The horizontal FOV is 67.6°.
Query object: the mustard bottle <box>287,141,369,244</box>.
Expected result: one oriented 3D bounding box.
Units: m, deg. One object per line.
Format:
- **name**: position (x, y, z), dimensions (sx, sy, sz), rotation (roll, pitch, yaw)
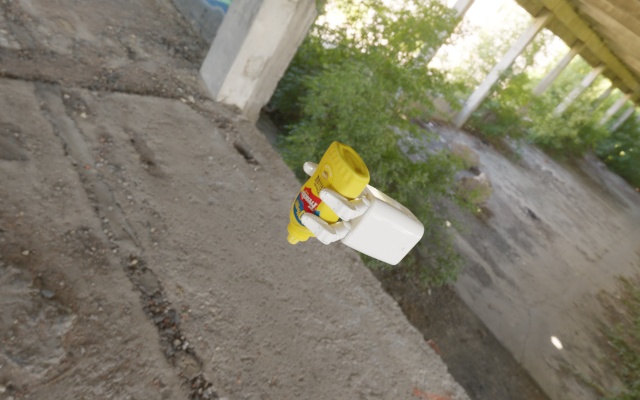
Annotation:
- **mustard bottle**: position (0.000, 0.002, 0.790), dimensions (0.058, 0.192, 0.096), rotation (12, 37, -37)
